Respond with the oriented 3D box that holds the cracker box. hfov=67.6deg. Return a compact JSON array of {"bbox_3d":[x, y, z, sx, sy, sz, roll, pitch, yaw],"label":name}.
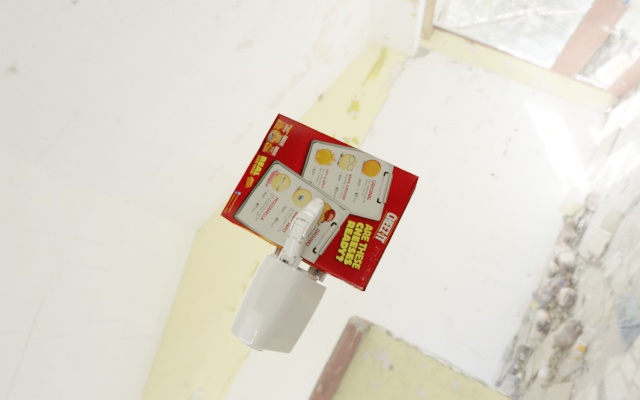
[{"bbox_3d":[0.000,0.002,0.648,0.213,0.164,0.072,26,-9,13],"label":"cracker box"}]
